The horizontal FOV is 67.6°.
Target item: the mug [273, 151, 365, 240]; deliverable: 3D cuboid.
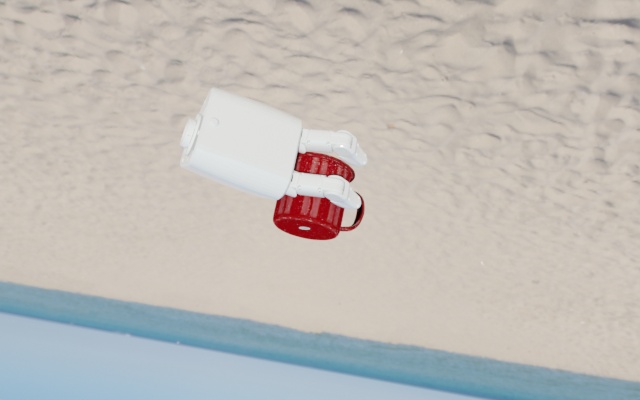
[{"bbox_3d":[0.001,0.003,0.581,0.117,0.081,0.093,20,-21,-21],"label":"mug"}]
